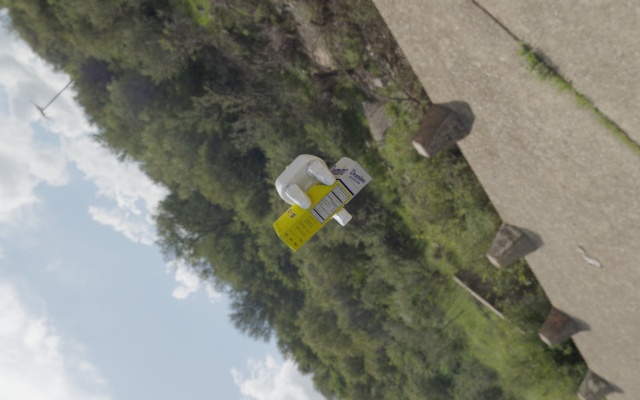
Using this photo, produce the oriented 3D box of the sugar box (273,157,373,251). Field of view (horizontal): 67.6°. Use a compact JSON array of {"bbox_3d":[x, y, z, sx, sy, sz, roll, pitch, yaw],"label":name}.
[{"bbox_3d":[0.000,0.002,0.808,0.048,0.176,0.093,44,-1,-17],"label":"sugar box"}]
